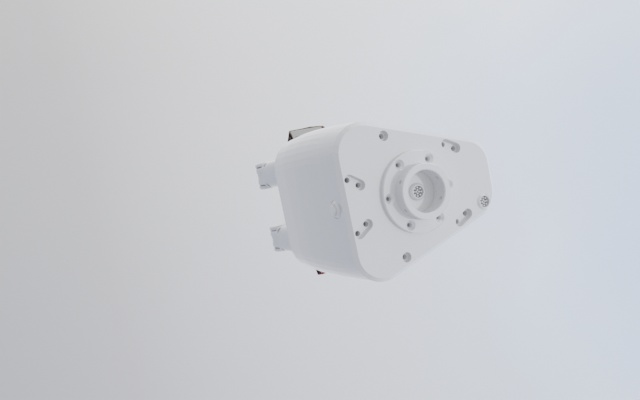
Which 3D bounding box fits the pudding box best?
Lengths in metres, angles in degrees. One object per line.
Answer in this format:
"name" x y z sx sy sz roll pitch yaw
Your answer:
"pudding box" 0.000 0.001 0.443 0.039 0.113 0.090 -13 -24 -17
